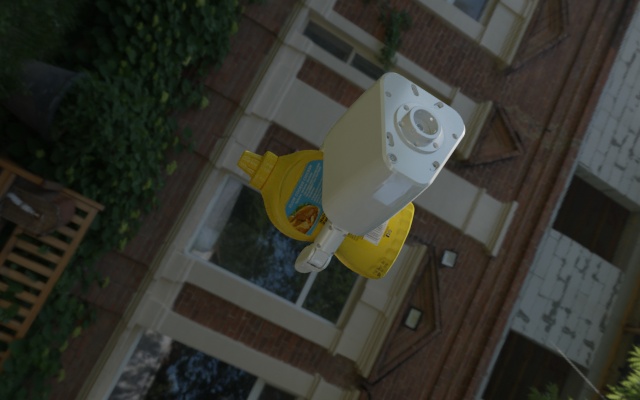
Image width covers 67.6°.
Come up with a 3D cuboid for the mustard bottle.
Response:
[{"bbox_3d":[0.000,0.002,0.508,0.191,0.096,0.058,29,-10,-12],"label":"mustard bottle"}]
